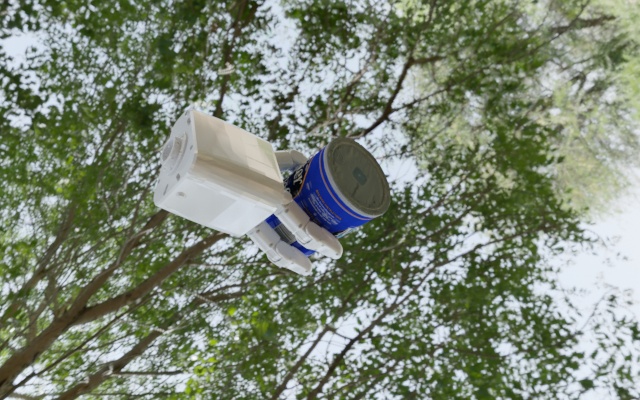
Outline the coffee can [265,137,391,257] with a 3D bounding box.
[{"bbox_3d":[0.000,0.002,0.587,0.103,0.102,0.140,0,-27,-47],"label":"coffee can"}]
